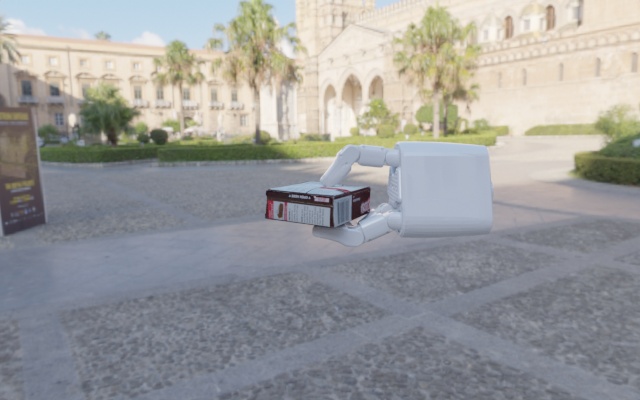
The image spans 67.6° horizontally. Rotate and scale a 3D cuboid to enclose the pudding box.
[{"bbox_3d":[0.000,0.002,0.575,0.090,0.039,0.113,5,8,26],"label":"pudding box"}]
